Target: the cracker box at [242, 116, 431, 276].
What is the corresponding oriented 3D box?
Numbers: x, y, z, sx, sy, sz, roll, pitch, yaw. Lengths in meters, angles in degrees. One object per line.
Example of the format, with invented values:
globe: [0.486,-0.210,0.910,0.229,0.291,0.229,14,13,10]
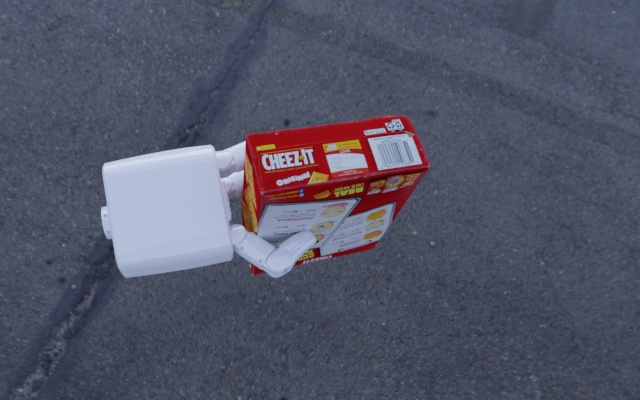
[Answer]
cracker box: [0.000,0.002,0.524,0.164,0.072,0.214,-10,-25,-15]
